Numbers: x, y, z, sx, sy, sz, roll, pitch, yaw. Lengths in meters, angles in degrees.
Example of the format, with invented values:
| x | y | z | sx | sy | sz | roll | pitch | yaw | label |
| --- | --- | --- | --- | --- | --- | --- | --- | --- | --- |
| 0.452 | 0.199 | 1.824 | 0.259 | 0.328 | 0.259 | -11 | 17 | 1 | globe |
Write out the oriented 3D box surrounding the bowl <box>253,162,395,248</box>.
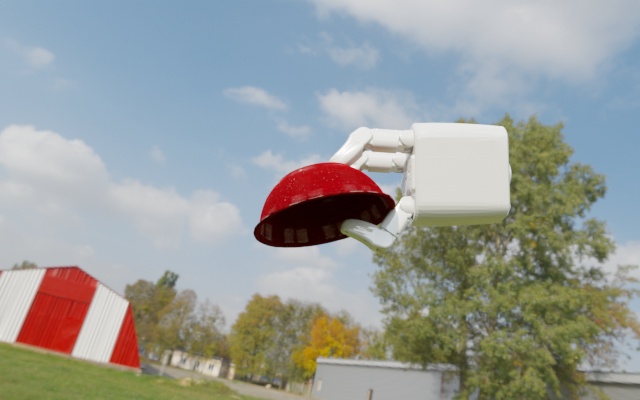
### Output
| x | y | z | sx | sy | sz | roll | pitch | yaw | label |
| --- | --- | --- | --- | --- | --- | --- | --- | --- | --- |
| -0.001 | 0.002 | 0.543 | 0.162 | 0.055 | 0.162 | -12 | -21 | -5 | bowl |
